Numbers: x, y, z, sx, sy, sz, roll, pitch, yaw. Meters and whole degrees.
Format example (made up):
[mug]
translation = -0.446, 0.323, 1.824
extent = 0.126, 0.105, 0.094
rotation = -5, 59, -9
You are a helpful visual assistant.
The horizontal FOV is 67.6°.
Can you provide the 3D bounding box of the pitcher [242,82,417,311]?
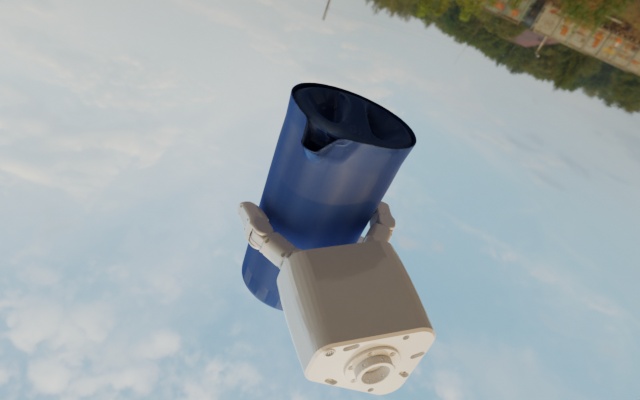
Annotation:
[pitcher]
translation = 0.000, 0.002, 0.536
extent = 0.149, 0.243, 0.145
rotation = 8, 34, -25
